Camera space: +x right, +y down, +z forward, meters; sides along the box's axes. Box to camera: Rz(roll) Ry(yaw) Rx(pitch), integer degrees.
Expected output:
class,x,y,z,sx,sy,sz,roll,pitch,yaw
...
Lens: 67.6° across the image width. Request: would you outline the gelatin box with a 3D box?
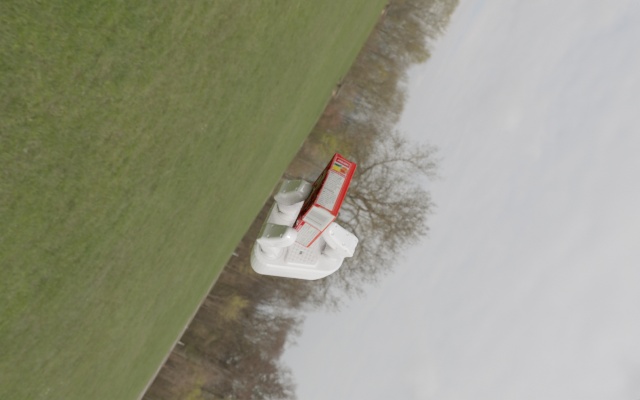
class,x,y,z,sx,sy,sz,roll,pitch,yaw
gelatin box,0.001,0.002,0.522,0.030,0.073,0.089,29,-34,-7
